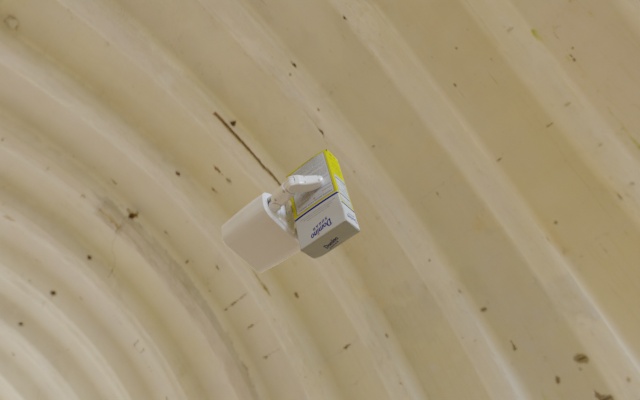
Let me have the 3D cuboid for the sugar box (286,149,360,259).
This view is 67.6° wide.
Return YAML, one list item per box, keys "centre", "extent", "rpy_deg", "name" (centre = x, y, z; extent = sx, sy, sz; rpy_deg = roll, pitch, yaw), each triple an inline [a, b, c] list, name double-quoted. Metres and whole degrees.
- centre: [0.000, 0.003, 0.791]
  extent: [0.093, 0.176, 0.048]
  rpy_deg: [-34, -46, 20]
  name: "sugar box"
